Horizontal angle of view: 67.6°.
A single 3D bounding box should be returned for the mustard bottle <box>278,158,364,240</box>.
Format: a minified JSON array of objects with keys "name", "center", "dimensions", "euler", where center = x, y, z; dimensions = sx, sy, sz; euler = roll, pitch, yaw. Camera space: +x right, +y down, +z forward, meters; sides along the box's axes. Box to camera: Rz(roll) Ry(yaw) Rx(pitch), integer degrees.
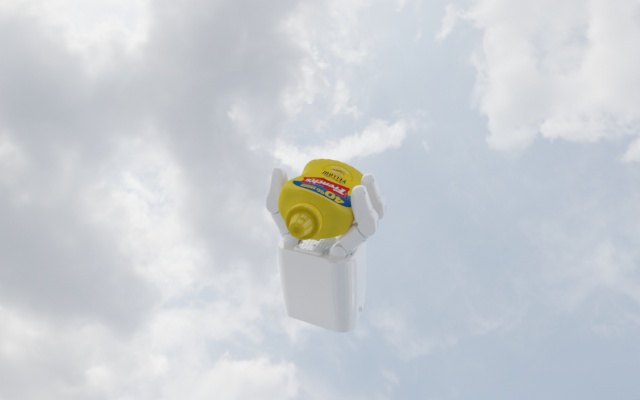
[{"name":"mustard bottle","center":[0.000,0.002,0.593],"dimensions":[0.096,0.058,0.191],"euler":[25,24,7]}]
